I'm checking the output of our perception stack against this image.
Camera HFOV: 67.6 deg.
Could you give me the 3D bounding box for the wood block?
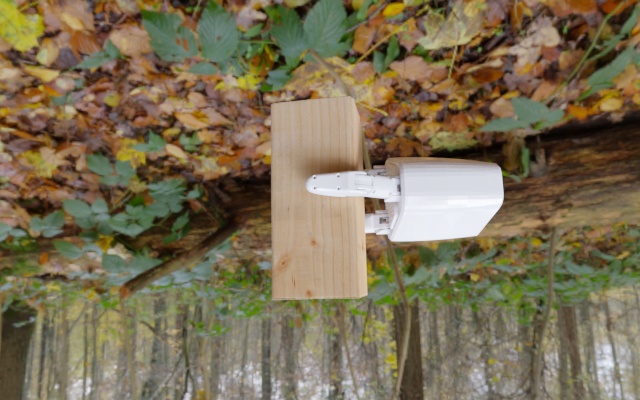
[{"bbox_3d":[0.000,0.002,0.525,0.090,0.206,0.091,-3,-9,11],"label":"wood block"}]
